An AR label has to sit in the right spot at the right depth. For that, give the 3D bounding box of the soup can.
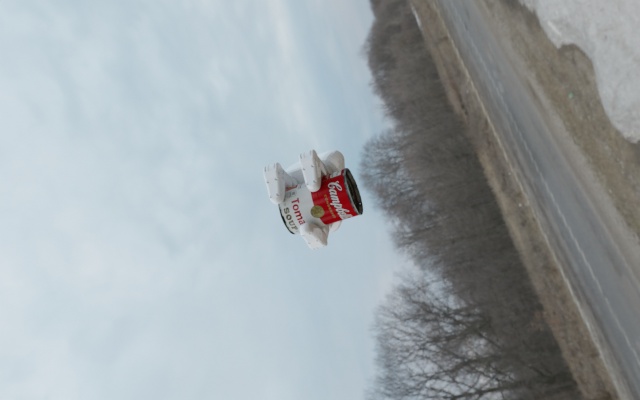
[{"bbox_3d":[0.000,0.003,0.666,0.102,0.068,0.068,-18,-5,15],"label":"soup can"}]
